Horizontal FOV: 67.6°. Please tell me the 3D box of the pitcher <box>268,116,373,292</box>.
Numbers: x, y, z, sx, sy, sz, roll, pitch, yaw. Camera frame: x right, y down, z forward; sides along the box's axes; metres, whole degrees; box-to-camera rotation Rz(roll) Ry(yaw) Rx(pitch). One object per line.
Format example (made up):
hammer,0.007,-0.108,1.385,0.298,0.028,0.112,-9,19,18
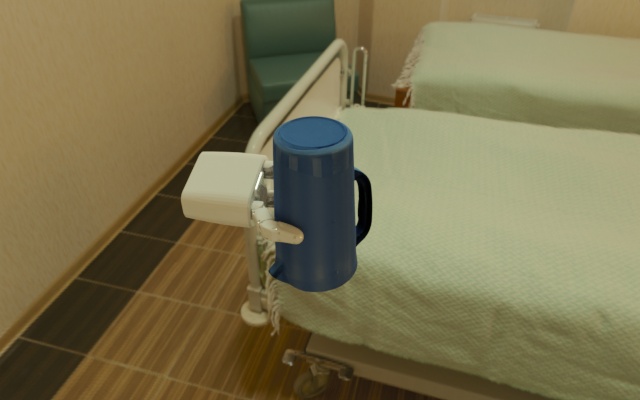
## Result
pitcher,0.000,0.002,0.706,0.145,0.243,0.149,7,37,10
